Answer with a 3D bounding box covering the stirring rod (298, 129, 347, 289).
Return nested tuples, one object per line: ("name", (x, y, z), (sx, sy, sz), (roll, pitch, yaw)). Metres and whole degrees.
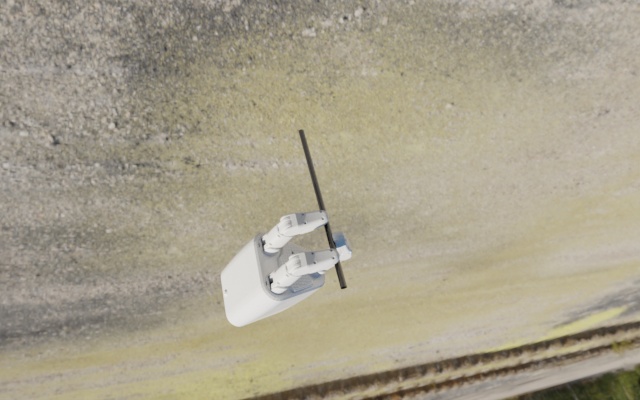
("stirring rod", (0.000, 0.002, 0.622), (0.011, 0.239, 0.011), (-12, -30, -7))
